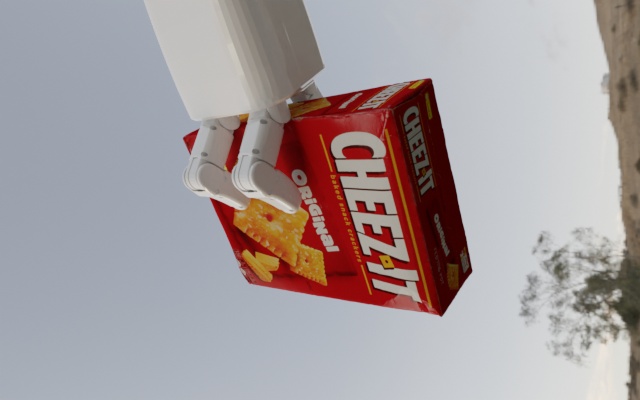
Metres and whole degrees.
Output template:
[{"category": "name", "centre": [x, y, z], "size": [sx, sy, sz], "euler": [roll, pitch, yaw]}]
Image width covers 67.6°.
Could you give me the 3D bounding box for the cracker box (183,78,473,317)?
[{"category": "cracker box", "centre": [0.000, 0.001, 0.401], "size": [0.213, 0.164, 0.072], "euler": [1, 29, 40]}]
